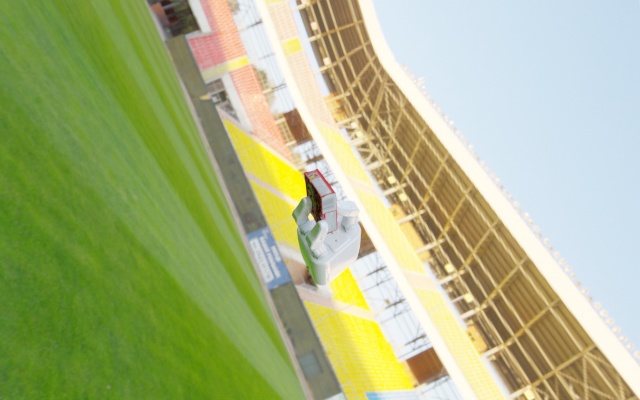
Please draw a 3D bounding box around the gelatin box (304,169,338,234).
[{"bbox_3d":[0.001,0.002,0.810,0.030,0.089,0.073,-18,44,-16],"label":"gelatin box"}]
